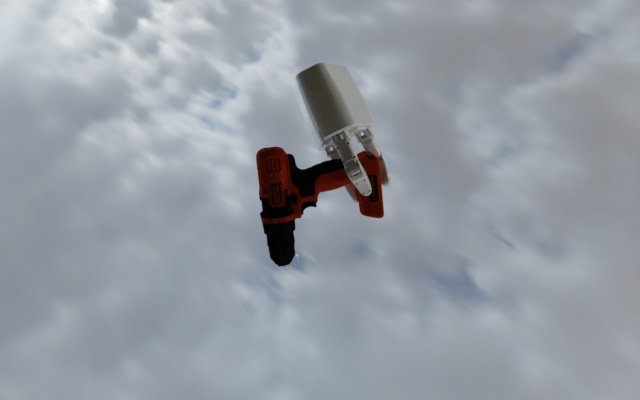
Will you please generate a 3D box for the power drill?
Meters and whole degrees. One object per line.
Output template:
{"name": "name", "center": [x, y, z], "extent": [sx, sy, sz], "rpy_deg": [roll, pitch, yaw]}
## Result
{"name": "power drill", "center": [0.001, 0.002, 0.732], "extent": [0.187, 0.184, 0.057], "rpy_deg": [-8, 14, -10]}
